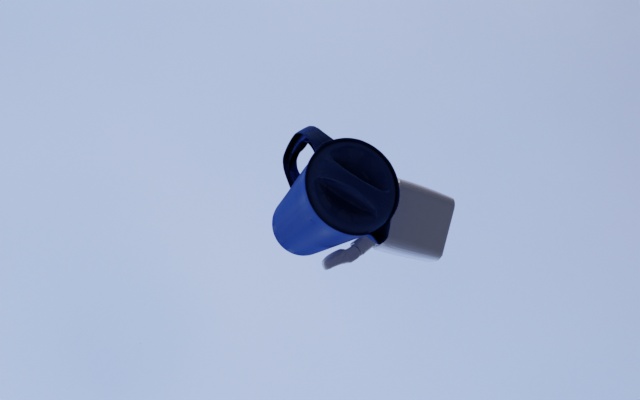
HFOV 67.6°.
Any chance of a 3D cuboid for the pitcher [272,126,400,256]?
[{"bbox_3d":[0.000,0.002,0.718,0.145,0.149,0.243,13,-20,-16],"label":"pitcher"}]
